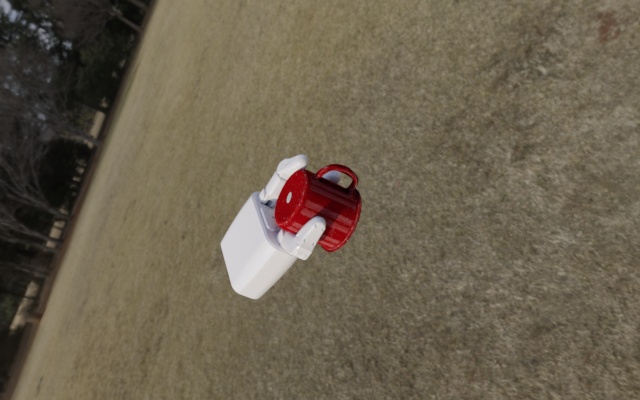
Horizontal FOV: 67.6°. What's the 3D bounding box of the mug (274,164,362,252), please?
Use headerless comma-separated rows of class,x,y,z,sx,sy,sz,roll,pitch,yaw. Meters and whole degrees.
mug,0.001,0.001,0.614,0.081,0.117,0.093,24,29,-26
